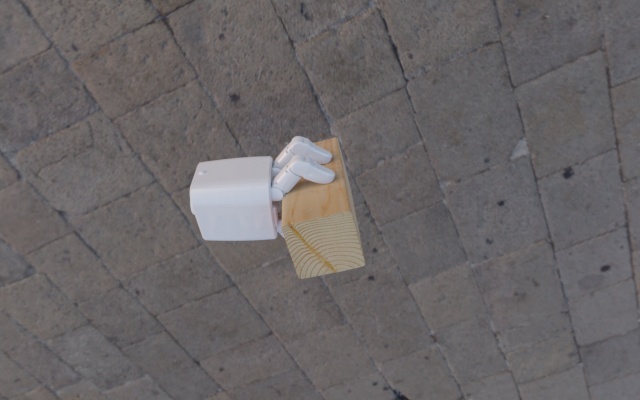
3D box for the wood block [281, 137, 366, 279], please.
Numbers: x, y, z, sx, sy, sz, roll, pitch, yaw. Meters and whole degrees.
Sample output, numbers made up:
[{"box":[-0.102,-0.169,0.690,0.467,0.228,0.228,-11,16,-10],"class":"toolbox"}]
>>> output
[{"box":[0.000,0.003,0.675,0.090,0.091,0.206,-13,33,5],"class":"wood block"}]
